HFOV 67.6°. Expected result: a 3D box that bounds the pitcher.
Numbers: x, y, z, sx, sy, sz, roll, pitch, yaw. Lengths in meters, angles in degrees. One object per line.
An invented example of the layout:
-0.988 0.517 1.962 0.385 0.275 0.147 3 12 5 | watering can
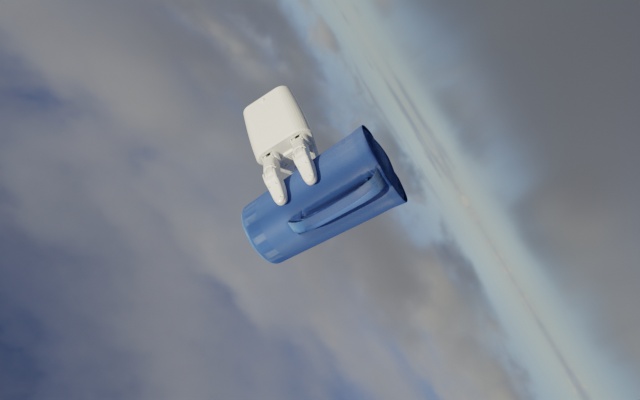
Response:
0.000 0.002 0.732 0.243 0.145 0.149 -31 -32 15 | pitcher
